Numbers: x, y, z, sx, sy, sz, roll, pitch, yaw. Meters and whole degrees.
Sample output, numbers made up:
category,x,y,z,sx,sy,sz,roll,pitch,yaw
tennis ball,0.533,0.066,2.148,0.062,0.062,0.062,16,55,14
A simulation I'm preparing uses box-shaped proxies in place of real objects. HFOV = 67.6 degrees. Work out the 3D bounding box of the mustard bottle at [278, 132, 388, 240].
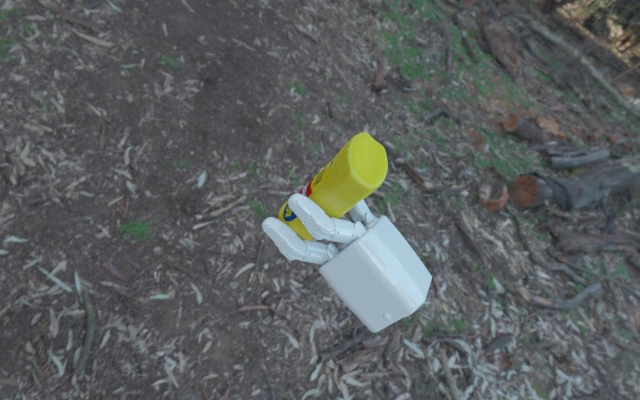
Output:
category,x,y,z,sx,sy,sz,roll,pitch,yaw
mustard bottle,0.000,0.002,0.599,0.058,0.096,0.192,37,-51,-14
